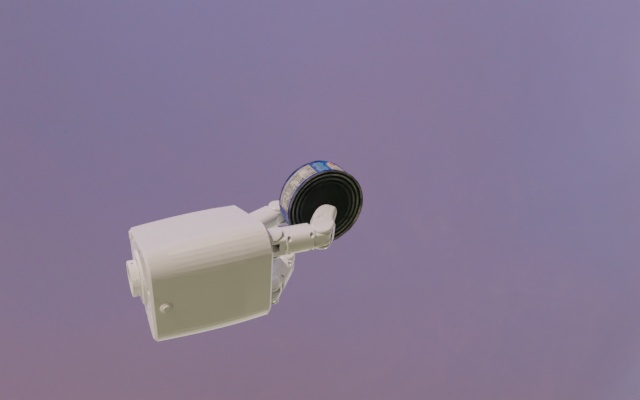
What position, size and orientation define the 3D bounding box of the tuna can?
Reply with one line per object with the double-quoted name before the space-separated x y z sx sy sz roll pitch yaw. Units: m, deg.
"tuna can" 0.000 0.001 0.510 0.086 0.086 0.033 0 25 -28
